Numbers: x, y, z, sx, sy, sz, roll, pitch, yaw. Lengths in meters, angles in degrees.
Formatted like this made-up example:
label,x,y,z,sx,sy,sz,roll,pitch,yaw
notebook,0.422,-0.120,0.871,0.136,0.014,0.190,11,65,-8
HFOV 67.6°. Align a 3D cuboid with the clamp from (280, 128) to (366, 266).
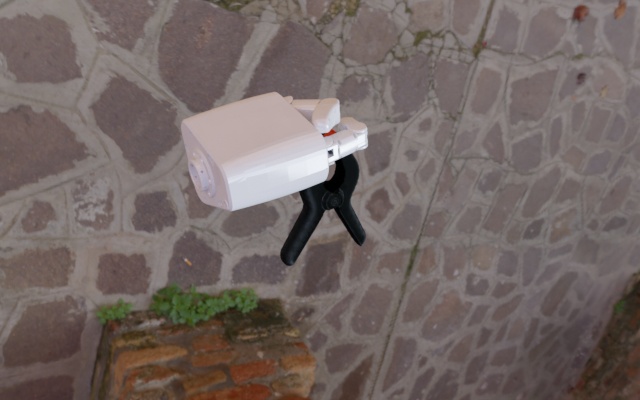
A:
label,x,y,z,sx,sy,sz,roll,pitch,yaw
clamp,0.001,0.002,0.571,0.120,0.172,0.039,-24,34,-28
